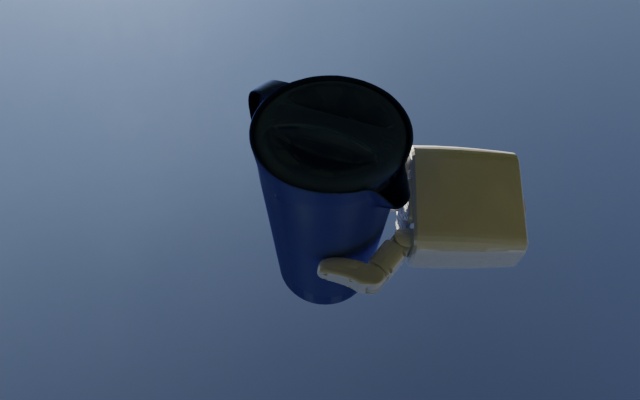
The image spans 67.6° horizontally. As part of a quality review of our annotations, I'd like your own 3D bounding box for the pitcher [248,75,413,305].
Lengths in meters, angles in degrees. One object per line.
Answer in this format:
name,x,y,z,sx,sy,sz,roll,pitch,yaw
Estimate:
pitcher,0.000,0.002,0.483,0.145,0.149,0.243,2,-36,0
